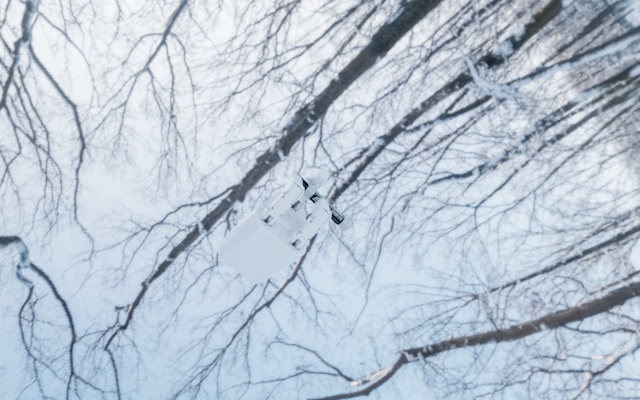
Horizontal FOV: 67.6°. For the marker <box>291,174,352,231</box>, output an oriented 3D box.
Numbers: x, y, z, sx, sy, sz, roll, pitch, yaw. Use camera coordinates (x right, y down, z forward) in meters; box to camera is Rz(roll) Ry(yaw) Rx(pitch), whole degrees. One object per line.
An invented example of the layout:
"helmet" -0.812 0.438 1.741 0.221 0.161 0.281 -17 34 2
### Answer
"marker" 0.000 0.002 0.742 0.121 0.020 0.020 42 -13 -15
